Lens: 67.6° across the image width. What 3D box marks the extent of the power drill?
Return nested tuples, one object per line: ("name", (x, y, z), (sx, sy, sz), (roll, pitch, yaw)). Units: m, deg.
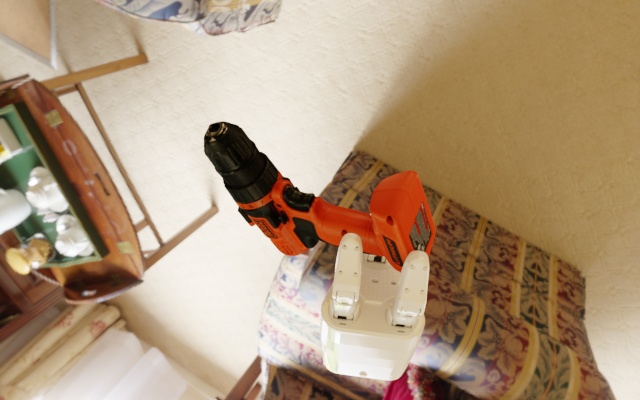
("power drill", (0.001, 0.002, 0.435), (0.187, 0.057, 0.184), (10, -29, 32))
